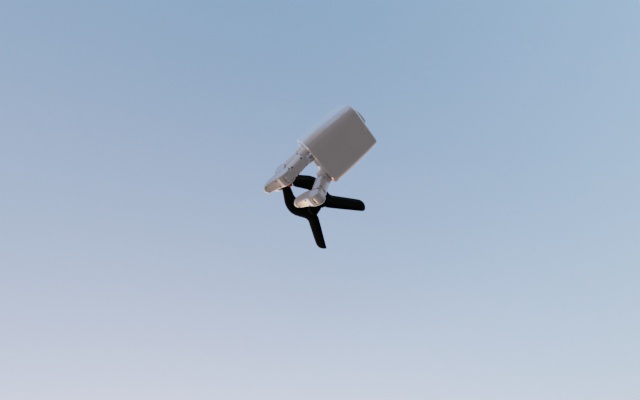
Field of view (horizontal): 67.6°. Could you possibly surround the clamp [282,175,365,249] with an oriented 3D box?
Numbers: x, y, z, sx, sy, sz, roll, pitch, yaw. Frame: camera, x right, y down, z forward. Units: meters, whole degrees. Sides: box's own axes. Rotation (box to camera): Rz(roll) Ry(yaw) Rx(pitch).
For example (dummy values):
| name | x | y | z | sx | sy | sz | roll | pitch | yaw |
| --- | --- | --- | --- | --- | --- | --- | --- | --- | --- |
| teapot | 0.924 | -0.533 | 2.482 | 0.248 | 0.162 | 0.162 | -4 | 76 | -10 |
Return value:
| name | x | y | z | sx | sy | sz | roll | pitch | yaw |
| --- | --- | --- | --- | --- | --- | --- | --- | --- | --- |
| clamp | 0.000 | 0.003 | 0.876 | 0.171 | 0.120 | 0.039 | 49 | 1 | -31 |
